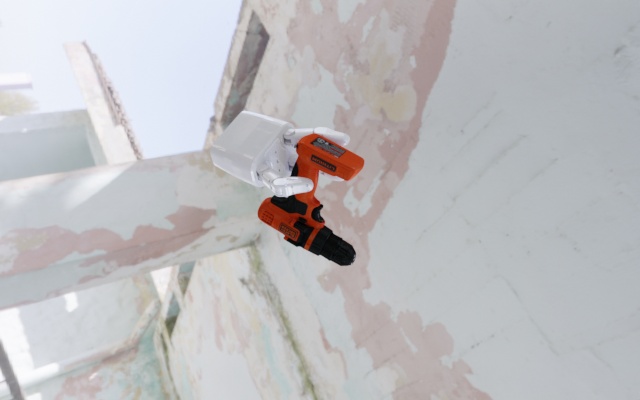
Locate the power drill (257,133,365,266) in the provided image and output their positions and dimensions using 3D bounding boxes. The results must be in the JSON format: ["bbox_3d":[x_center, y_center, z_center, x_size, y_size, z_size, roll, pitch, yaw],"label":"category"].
[{"bbox_3d":[0.000,0.002,0.765,0.184,0.188,0.057,29,31,7],"label":"power drill"}]
